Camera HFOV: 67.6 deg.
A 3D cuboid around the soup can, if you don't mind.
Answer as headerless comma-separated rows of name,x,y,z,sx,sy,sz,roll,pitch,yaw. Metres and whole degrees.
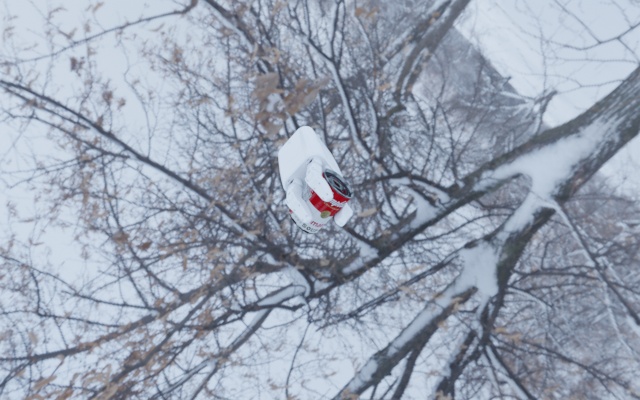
soup can,0.000,0.003,0.846,0.102,0.068,0.068,-45,-21,22
